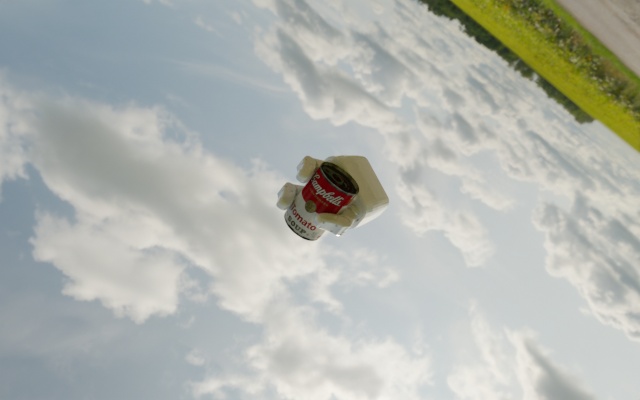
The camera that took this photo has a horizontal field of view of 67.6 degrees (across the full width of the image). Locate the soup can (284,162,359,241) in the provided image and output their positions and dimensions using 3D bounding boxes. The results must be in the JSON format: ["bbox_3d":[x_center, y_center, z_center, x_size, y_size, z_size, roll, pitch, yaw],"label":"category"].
[{"bbox_3d":[0.000,0.003,0.707,0.068,0.068,0.102,0,-44,-52],"label":"soup can"}]
